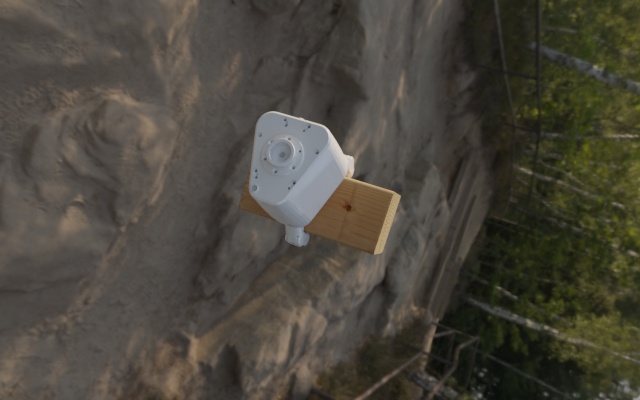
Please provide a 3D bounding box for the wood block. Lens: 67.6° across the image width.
[{"bbox_3d":[0.000,0.003,0.695,0.206,0.091,0.090,18,2,16],"label":"wood block"}]
